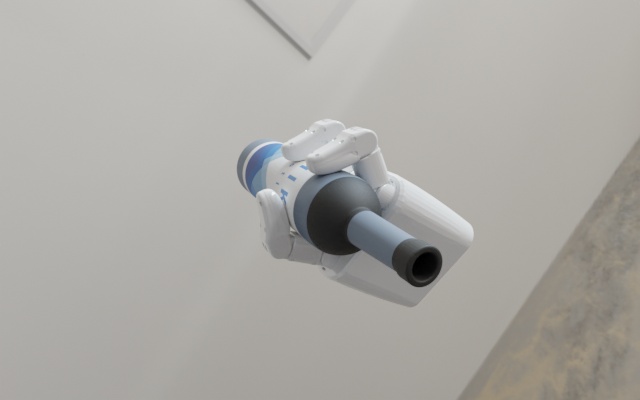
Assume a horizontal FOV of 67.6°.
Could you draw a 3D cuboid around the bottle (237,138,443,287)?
[{"bbox_3d":[0.000,0.001,0.414,0.069,0.069,0.295,0,15,-26],"label":"bottle"}]
